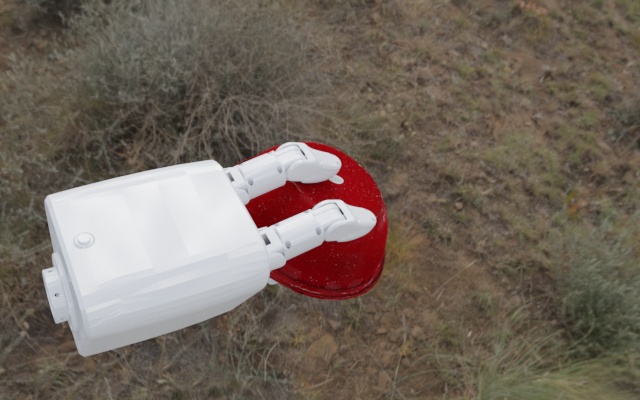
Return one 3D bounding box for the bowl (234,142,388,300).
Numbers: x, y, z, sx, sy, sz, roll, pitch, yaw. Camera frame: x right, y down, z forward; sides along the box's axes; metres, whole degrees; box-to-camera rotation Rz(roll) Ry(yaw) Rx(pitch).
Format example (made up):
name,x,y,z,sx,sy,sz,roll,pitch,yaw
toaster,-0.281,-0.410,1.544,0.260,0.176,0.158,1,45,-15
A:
name,x,y,z,sx,sy,sz,roll,pitch,yaw
bowl,0.001,0.001,0.406,0.162,0.162,0.055,0,-42,-39
